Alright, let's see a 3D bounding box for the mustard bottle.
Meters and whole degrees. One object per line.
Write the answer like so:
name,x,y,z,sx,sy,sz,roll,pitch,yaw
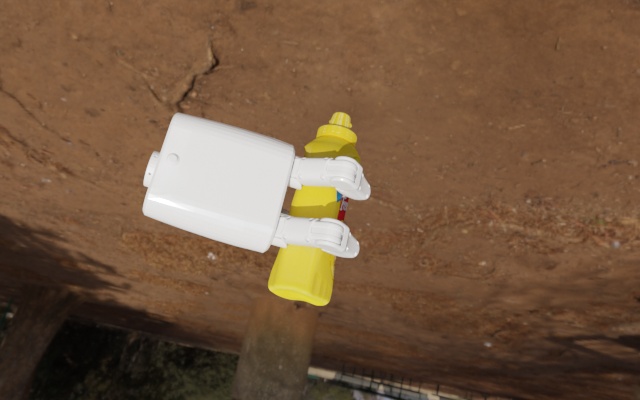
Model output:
mustard bottle,0.000,0.002,0.468,0.058,0.191,0.096,10,-16,10
